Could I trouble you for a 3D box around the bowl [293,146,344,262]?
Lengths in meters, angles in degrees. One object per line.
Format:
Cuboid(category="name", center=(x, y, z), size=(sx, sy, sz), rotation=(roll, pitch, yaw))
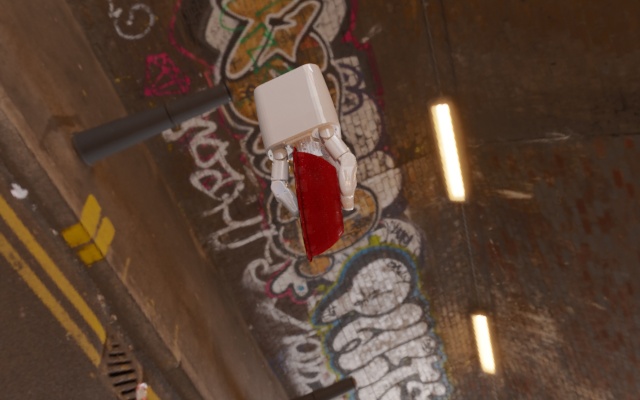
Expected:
Cuboid(category="bowl", center=(0.001, 0.003, 0.662), size=(0.055, 0.162, 0.162), rotation=(-7, 0, 1))
